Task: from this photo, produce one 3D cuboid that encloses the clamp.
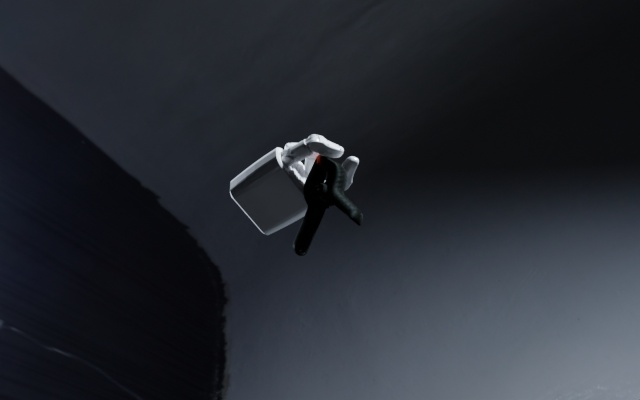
[{"bbox_3d":[0.000,0.002,0.722,0.120,0.171,0.039,-32,-53,18],"label":"clamp"}]
